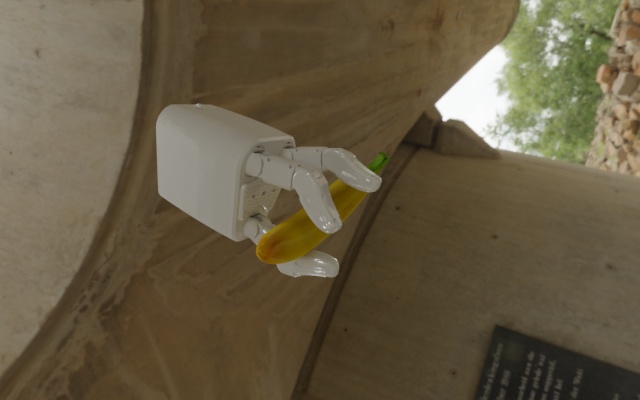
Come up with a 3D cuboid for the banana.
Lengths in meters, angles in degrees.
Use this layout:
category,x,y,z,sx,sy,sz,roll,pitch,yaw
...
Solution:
category,x,y,z,sx,sy,sz,roll,pitch,yaw
banana,-0.002,0.013,0.466,0.037,0.070,0.197,35,46,16
